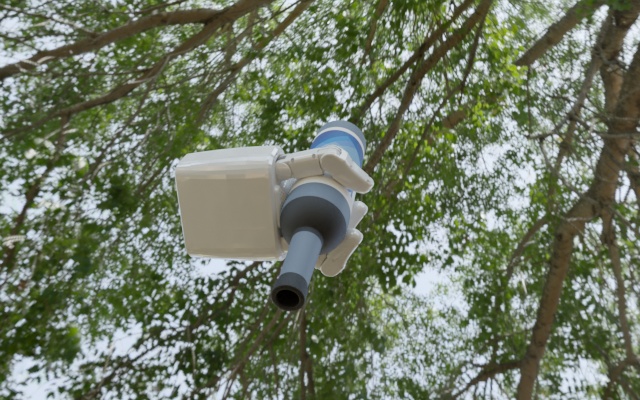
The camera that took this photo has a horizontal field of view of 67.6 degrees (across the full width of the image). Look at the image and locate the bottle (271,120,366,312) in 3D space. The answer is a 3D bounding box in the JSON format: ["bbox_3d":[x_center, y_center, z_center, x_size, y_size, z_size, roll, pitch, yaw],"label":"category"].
[{"bbox_3d":[0.000,0.001,0.492,0.069,0.069,0.295,0,30,12],"label":"bottle"}]
